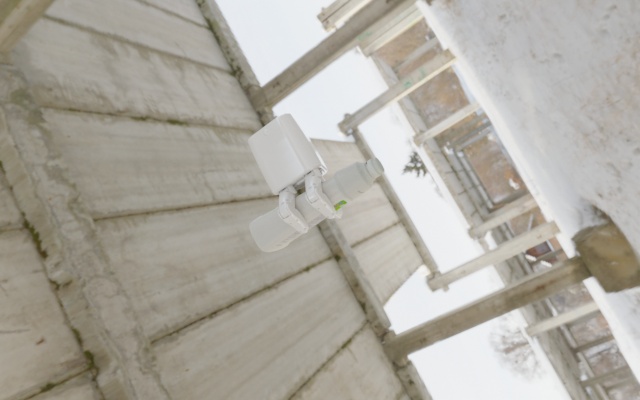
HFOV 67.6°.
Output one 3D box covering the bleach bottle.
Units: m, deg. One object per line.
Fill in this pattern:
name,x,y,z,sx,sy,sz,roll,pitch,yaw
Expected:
bleach bottle,0.000,0.003,0.822,0.251,0.068,0.102,-32,-7,22
